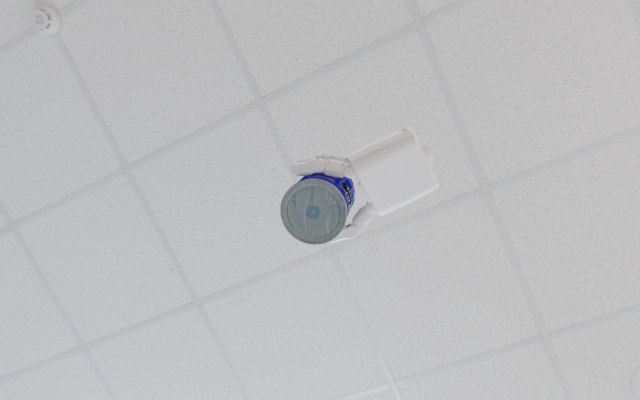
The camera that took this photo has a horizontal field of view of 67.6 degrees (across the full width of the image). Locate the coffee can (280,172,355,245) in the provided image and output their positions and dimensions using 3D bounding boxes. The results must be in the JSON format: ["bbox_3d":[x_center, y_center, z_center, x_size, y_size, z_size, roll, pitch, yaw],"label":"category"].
[{"bbox_3d":[0.000,0.003,0.787,0.103,0.103,0.140,0,13,10],"label":"coffee can"}]
